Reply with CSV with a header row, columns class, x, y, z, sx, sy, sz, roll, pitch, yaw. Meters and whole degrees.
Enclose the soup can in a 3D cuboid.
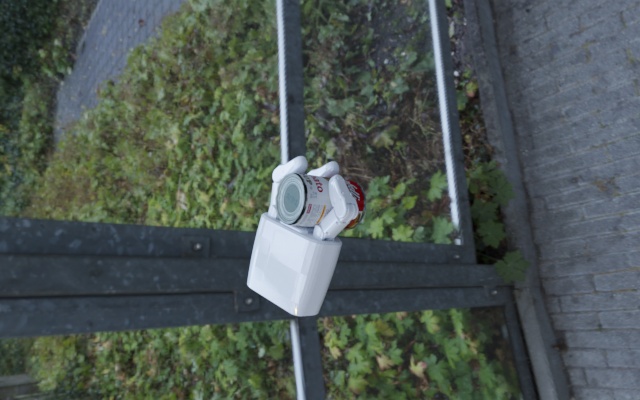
class,x,y,z,sx,sy,sz,roll,pitch,yaw
soup can,0.000,0.002,0.626,0.102,0.068,0.068,6,-4,-38
